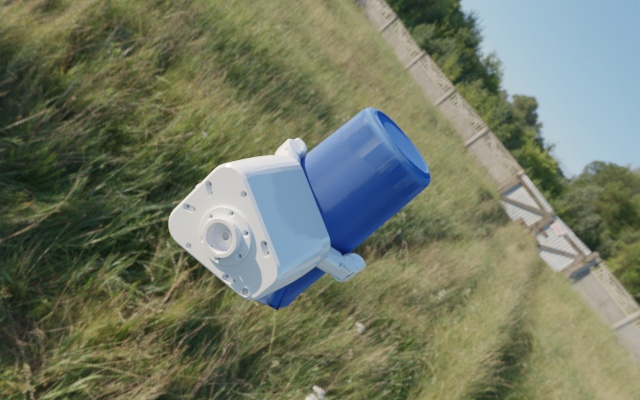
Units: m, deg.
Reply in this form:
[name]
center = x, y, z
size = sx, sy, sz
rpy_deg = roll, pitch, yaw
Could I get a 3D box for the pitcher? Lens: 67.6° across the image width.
[pitcher]
center = 0.000, 0.002, 0.563
size = 0.243, 0.149, 0.145
rpy_deg = -40, -10, 21
